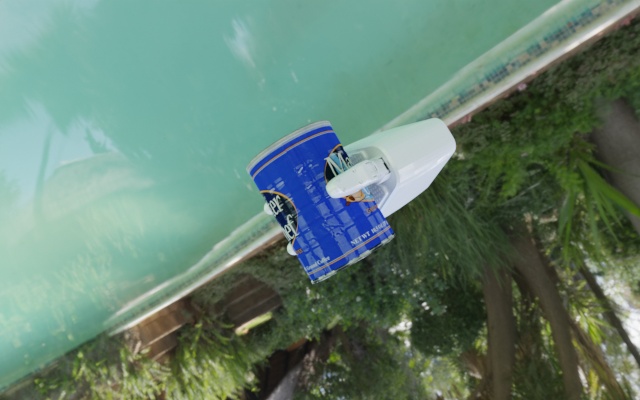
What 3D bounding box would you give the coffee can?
[{"bbox_3d":[0.000,0.002,0.507,0.103,0.140,0.103,-30,-4,-2],"label":"coffee can"}]
